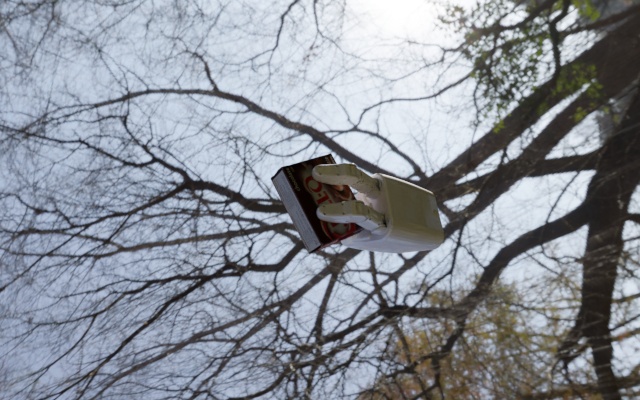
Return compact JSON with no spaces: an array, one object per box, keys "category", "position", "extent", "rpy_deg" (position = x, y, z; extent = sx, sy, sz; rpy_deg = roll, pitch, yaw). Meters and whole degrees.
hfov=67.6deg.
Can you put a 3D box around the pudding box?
[{"category":"pudding box","position":[0.000,0.002,0.617],"extent":[0.090,0.113,0.039],"rpy_deg":[-20,-14,-42]}]
